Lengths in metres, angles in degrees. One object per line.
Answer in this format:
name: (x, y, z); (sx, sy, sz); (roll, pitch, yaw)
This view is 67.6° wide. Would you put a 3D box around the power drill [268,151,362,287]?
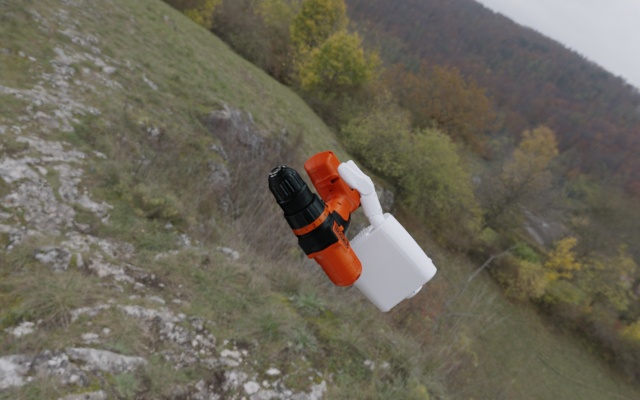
power drill: (0.000, 0.002, 0.662); (0.057, 0.184, 0.187); (-24, 23, 20)
